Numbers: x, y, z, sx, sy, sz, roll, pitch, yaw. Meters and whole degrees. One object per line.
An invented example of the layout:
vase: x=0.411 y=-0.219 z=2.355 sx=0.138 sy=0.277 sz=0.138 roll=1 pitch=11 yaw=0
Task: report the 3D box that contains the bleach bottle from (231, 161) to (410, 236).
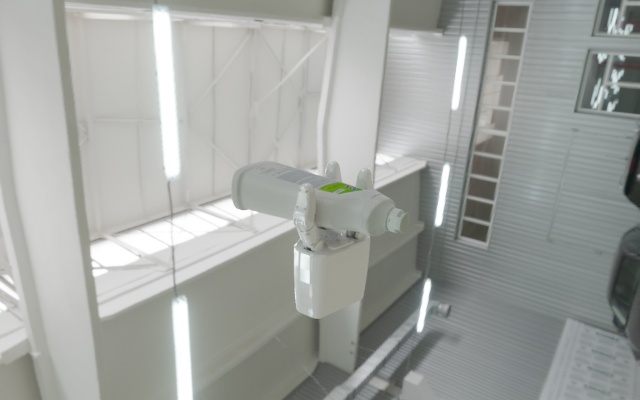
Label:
bleach bottle: x=0.000 y=0.002 z=0.667 sx=0.251 sy=0.068 sz=0.102 roll=16 pitch=25 yaw=31
